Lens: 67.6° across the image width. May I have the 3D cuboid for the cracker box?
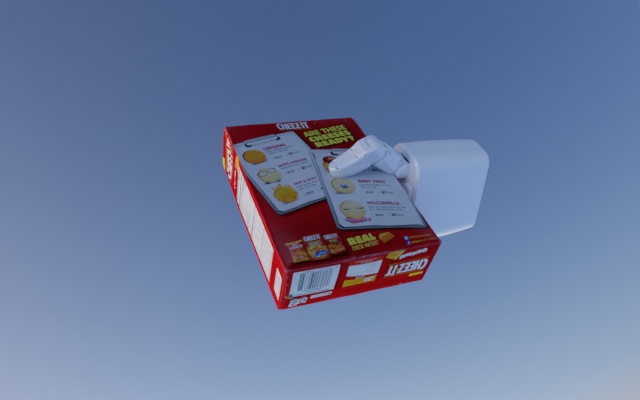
[{"bbox_3d":[0.000,0.002,0.515,0.164,0.072,0.213,-8,46,-23],"label":"cracker box"}]
